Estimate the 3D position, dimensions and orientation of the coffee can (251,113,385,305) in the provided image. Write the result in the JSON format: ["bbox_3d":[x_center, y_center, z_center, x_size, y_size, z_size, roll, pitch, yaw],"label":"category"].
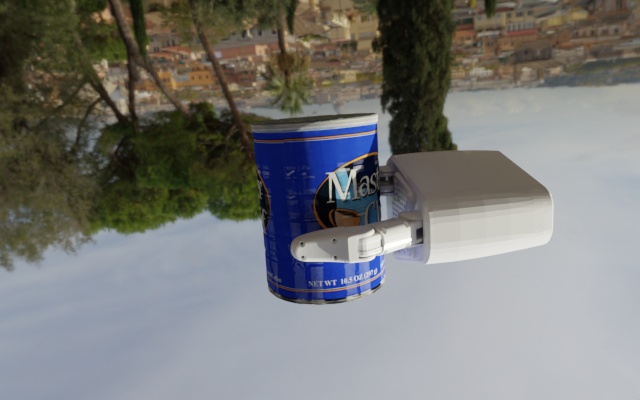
[{"bbox_3d":[0.000,0.001,0.400,0.103,0.140,0.102,-4,12,1],"label":"coffee can"}]
